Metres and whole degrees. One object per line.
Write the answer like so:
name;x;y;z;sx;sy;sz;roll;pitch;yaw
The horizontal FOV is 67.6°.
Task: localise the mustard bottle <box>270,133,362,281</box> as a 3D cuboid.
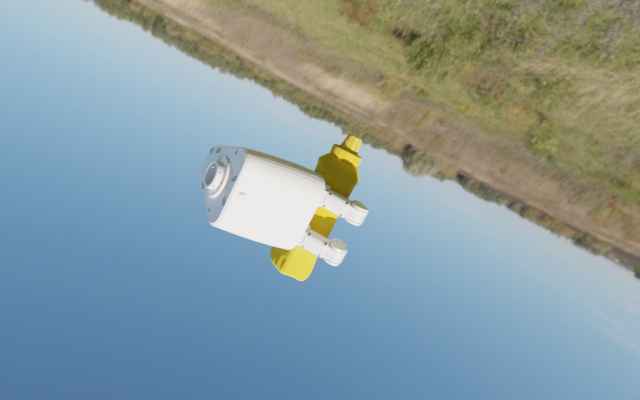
mustard bottle;0.000;0.002;0.619;0.058;0.191;0.096;25;11;-12
